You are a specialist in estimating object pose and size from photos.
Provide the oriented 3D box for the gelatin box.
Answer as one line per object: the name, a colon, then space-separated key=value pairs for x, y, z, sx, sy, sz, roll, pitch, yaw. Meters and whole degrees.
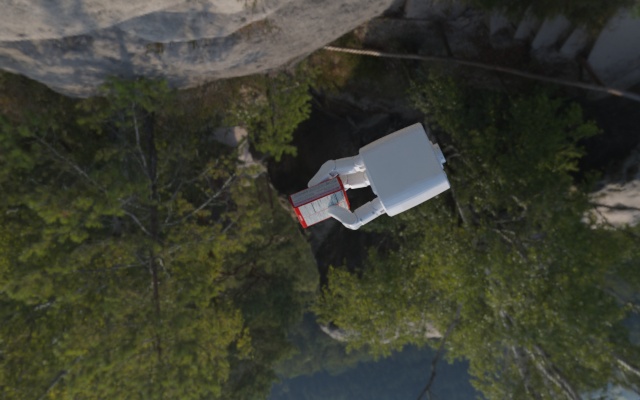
gelatin box: x=0.000 y=0.003 z=0.790 sx=0.089 sy=0.030 sz=0.073 roll=-23 pitch=-30 yaw=0
